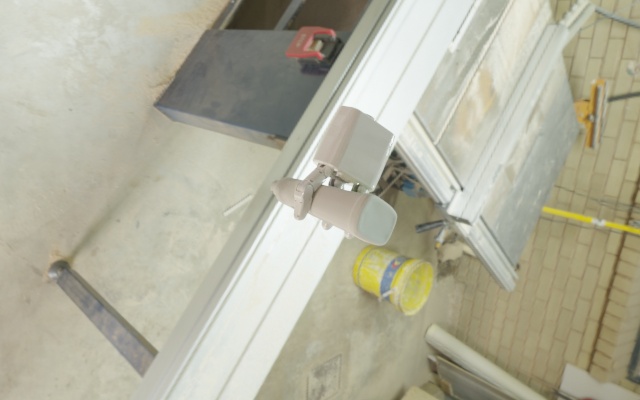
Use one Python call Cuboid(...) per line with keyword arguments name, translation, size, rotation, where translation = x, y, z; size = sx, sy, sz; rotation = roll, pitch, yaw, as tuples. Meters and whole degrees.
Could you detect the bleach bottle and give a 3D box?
Cuboid(name="bleach bottle", translation=(0.000, 0.003, 0.799), size=(0.250, 0.068, 0.102), rotation=(19, -7, 42))
